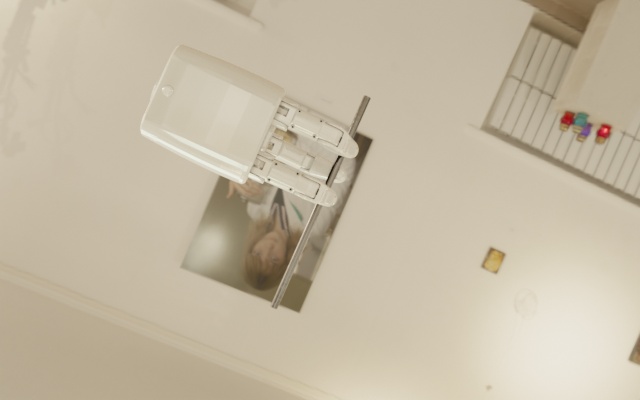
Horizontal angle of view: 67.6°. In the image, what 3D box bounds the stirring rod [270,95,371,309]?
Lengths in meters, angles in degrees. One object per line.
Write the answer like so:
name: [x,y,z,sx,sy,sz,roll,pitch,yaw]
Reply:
stirring rod: [0.000,0.002,0.499,0.011,0.239,0.011,24,0,0]
